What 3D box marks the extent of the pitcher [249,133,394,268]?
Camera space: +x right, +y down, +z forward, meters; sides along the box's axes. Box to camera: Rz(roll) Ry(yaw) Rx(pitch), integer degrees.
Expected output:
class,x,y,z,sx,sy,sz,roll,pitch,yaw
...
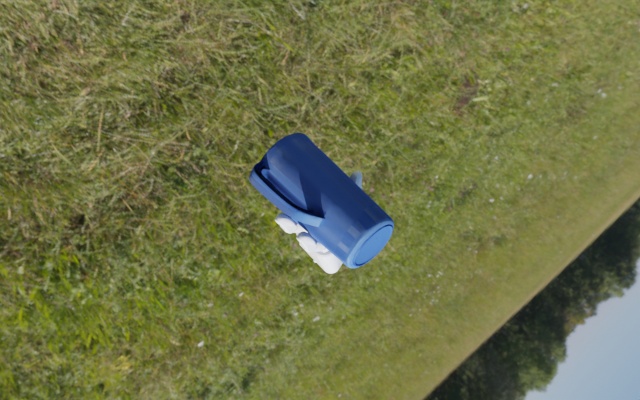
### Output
class,x,y,z,sx,sy,sz,roll,pitch,yaw
pitcher,0.000,0.003,0.823,0.242,0.149,0.145,43,-16,26
